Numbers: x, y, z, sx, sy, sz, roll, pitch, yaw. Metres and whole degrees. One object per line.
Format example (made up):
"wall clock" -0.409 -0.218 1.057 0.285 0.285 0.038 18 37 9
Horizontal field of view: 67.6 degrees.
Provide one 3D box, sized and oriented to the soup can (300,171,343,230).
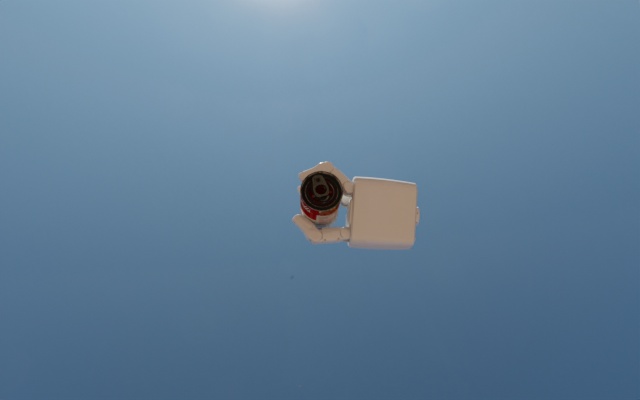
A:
"soup can" 0.000 0.003 0.791 0.068 0.068 0.102 0 -21 -2
